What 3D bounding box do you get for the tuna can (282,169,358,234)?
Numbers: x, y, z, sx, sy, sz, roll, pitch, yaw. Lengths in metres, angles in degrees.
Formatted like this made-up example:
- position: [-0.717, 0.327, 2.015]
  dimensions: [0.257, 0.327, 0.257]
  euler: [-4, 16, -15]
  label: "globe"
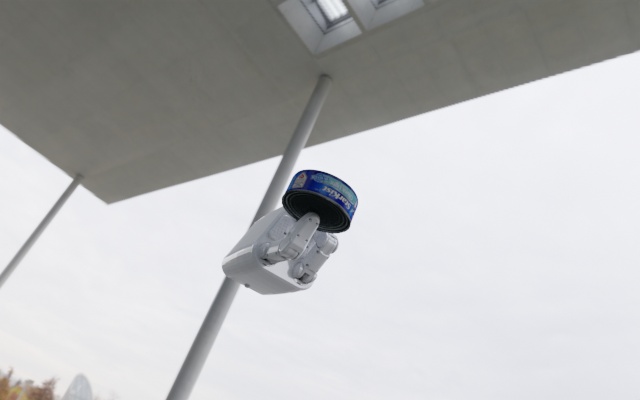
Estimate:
- position: [0.000, 0.001, 0.557]
  dimensions: [0.086, 0.033, 0.086]
  euler: [18, -28, 10]
  label: "tuna can"
